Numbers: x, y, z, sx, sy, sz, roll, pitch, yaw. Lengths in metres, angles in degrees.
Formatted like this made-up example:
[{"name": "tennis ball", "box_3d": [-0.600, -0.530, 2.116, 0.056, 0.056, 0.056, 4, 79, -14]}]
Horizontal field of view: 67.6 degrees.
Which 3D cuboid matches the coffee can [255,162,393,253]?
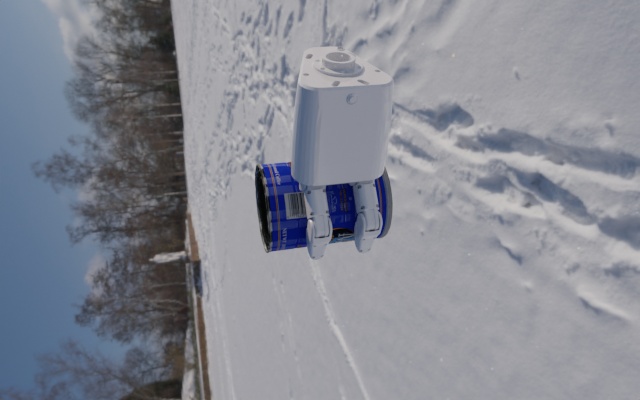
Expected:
[{"name": "coffee can", "box_3d": [0.000, 0.002, 0.561, 0.140, 0.103, 0.103, -6, 1, -13]}]
